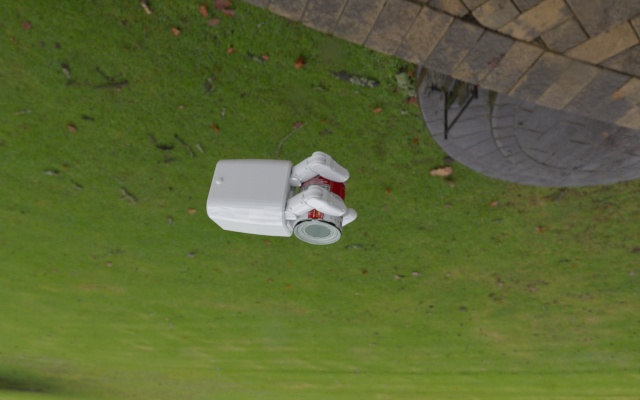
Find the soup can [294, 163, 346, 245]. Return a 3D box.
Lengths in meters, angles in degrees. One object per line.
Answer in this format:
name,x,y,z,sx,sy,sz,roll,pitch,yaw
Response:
soup can,0.001,0.003,0.673,0.068,0.102,0.068,5,-32,3
